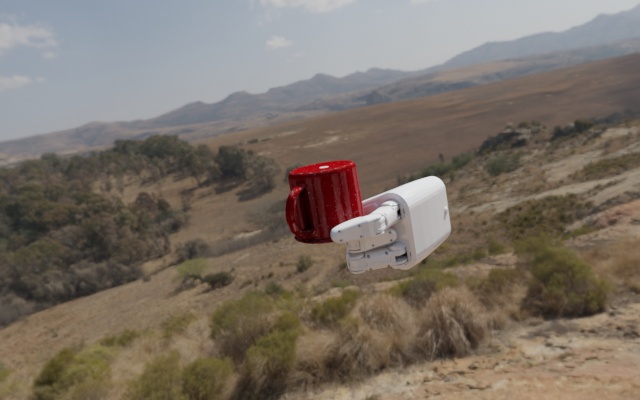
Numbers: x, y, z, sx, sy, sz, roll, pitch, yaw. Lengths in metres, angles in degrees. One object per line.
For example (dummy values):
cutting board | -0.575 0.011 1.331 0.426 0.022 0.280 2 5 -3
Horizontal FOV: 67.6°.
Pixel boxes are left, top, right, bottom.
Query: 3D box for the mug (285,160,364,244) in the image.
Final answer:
mug | -0.001 0.002 0.560 0.093 0.081 0.117 0 15 41
